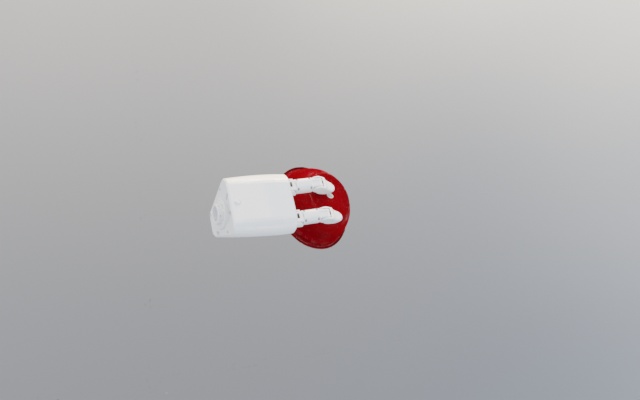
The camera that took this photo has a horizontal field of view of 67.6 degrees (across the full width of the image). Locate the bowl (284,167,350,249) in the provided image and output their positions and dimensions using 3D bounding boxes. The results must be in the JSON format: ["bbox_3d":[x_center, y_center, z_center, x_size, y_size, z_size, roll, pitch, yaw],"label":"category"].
[{"bbox_3d":[0.001,0.002,0.858,0.162,0.162,0.055,0,-22,-41],"label":"bowl"}]
